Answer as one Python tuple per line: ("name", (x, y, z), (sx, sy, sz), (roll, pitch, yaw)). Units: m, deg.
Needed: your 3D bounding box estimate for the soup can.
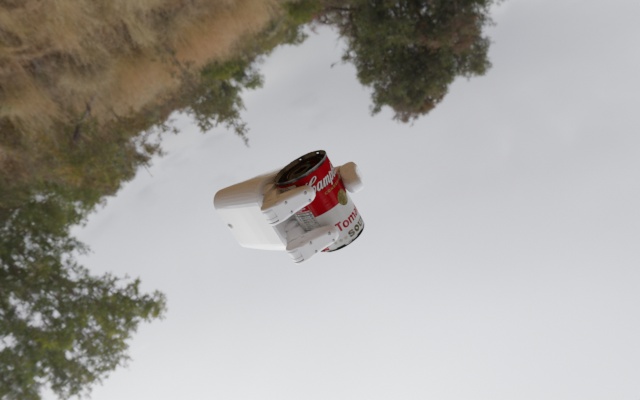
("soup can", (0.001, 0.002, 0.557), (0.068, 0.102, 0.068), (-26, 21, 11))
